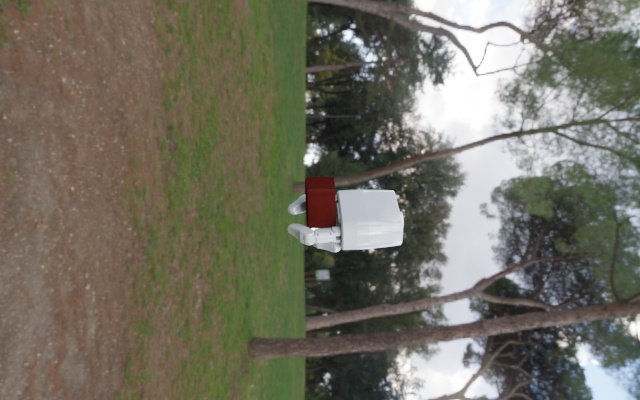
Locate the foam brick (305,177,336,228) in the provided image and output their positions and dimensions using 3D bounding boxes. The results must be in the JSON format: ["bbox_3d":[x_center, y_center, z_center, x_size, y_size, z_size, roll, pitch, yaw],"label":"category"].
[{"bbox_3d":[0.000,0.003,0.832,0.051,0.078,0.053,-2,26,0],"label":"foam brick"}]
